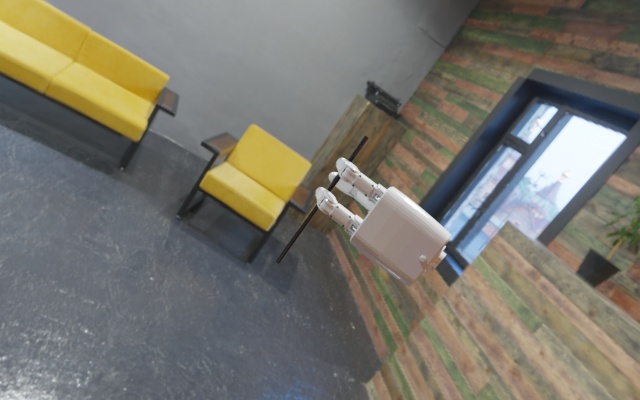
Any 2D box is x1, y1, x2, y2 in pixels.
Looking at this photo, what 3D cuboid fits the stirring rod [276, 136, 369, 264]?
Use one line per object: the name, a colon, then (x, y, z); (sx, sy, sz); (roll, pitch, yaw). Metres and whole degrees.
stirring rod: (0.000, 0.002, 0.727); (0.011, 0.239, 0.011); (33, 14, -9)
